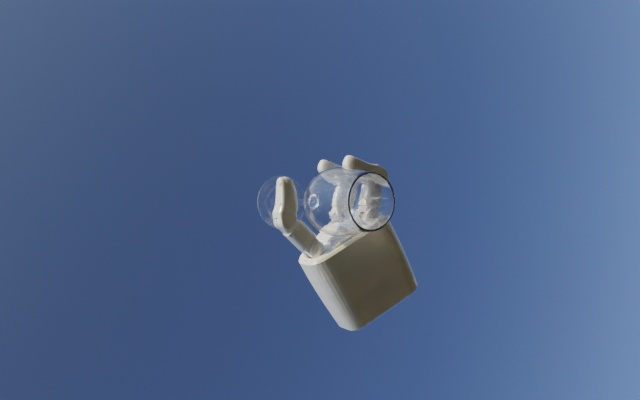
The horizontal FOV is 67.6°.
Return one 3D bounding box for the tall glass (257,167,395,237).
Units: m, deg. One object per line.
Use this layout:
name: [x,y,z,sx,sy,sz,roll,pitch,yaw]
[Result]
tall glass: [0.000,0.002,0.571,0.079,0.079,0.201,0,-1,-32]
